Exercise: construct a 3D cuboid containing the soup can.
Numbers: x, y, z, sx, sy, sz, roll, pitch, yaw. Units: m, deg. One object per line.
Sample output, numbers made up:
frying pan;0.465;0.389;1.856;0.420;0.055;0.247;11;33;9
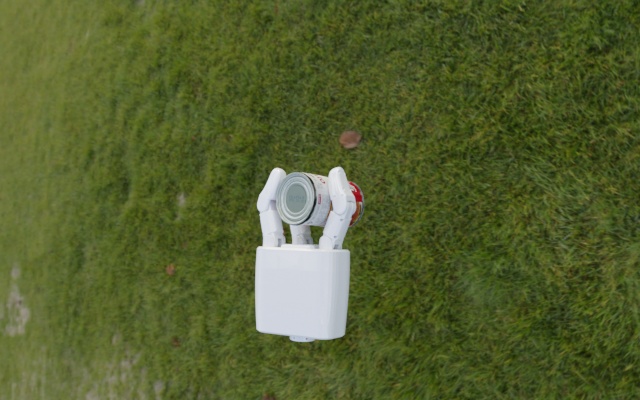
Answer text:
soup can;0.000;0.001;0.617;0.068;0.068;0.102;0;-5;40
